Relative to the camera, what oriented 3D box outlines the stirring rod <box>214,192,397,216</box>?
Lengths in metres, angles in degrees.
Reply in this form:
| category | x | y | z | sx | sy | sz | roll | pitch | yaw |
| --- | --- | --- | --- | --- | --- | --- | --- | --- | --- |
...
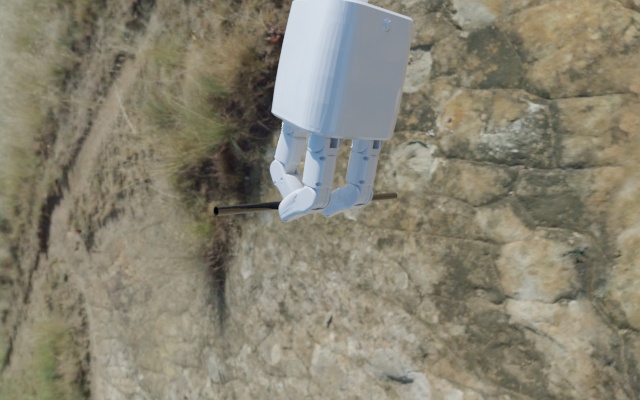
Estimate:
| category | x | y | z | sx | sy | sz | roll | pitch | yaw |
| --- | --- | --- | --- | --- | --- | --- | --- | --- | --- |
| stirring rod | 0.000 | 0.001 | 0.482 | 0.239 | 0.011 | 0.011 | -5 | 3 | -43 |
